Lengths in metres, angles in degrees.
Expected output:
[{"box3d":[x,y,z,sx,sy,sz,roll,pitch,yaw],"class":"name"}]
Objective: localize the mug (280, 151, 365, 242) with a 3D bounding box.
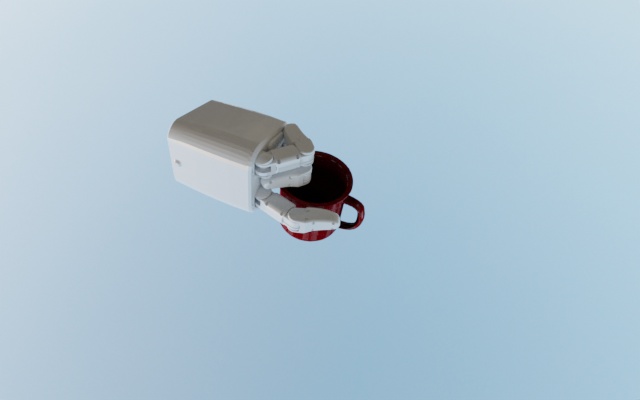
[{"box3d":[0.001,0.003,0.601,0.117,0.093,0.082,21,-40,9],"class":"mug"}]
